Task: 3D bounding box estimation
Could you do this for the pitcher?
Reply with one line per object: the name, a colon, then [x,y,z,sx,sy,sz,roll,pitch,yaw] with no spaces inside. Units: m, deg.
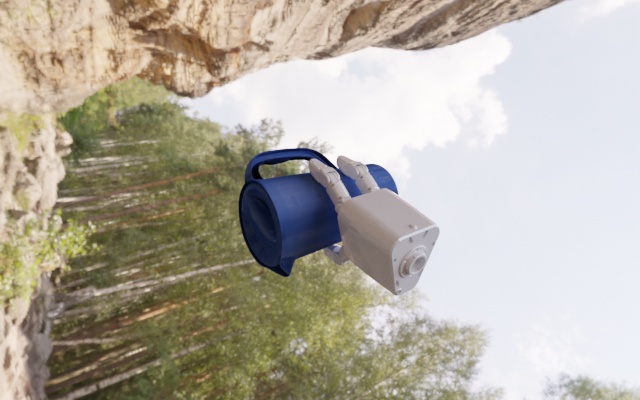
pitcher: [0.000,0.003,0.754,0.243,0.149,0.145,-15,36,-33]
